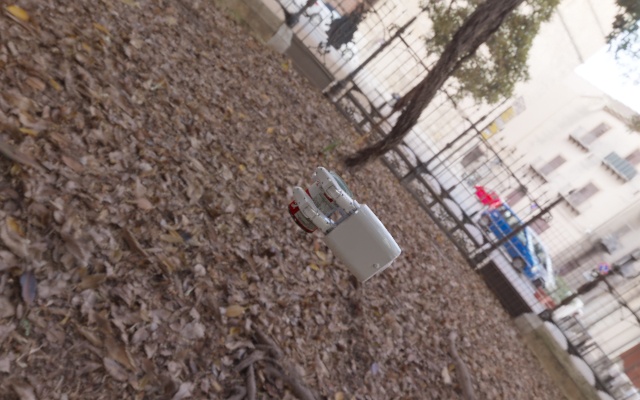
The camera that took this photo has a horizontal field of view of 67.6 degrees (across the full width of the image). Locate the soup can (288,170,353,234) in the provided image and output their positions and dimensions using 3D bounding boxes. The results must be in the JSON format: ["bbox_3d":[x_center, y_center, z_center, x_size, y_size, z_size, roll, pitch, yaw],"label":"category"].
[{"bbox_3d":[0.000,0.002,0.862,0.102,0.068,0.068,-40,-13,16],"label":"soup can"}]
